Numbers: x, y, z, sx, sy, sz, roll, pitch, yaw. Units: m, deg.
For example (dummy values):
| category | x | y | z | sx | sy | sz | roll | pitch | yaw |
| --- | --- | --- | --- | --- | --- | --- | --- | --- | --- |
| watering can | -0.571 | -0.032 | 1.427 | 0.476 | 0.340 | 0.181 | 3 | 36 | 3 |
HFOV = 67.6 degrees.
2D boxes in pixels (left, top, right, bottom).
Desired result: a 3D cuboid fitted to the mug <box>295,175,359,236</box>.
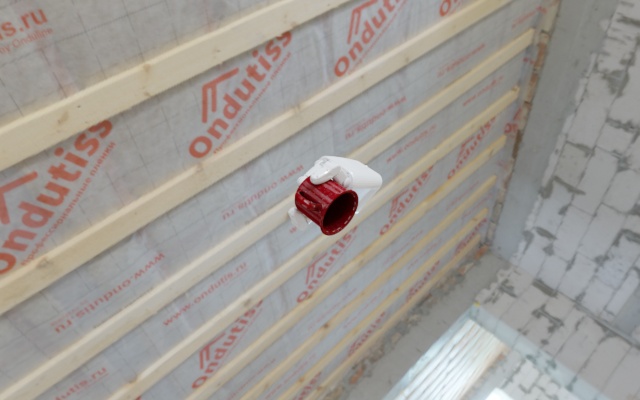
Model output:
| category | x | y | z | sx | sy | sz | roll | pitch | yaw |
| --- | --- | --- | --- | --- | --- | --- | --- | --- | --- |
| mug | -0.001 | 0.003 | 0.847 | 0.081 | 0.093 | 0.117 | 36 | 21 | 34 |
